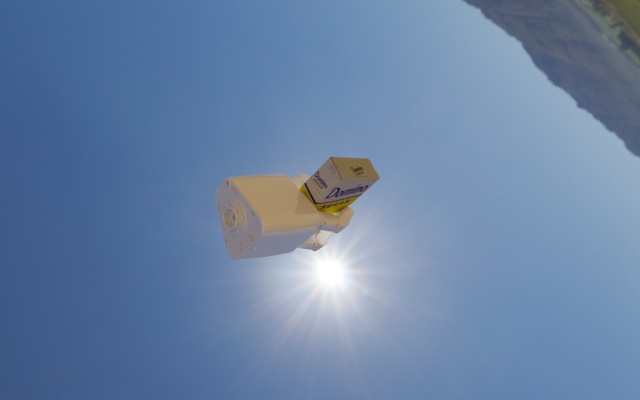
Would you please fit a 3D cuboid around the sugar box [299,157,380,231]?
[{"bbox_3d":[0.000,0.003,0.739,0.093,0.048,0.176,-3,-30,-47],"label":"sugar box"}]
